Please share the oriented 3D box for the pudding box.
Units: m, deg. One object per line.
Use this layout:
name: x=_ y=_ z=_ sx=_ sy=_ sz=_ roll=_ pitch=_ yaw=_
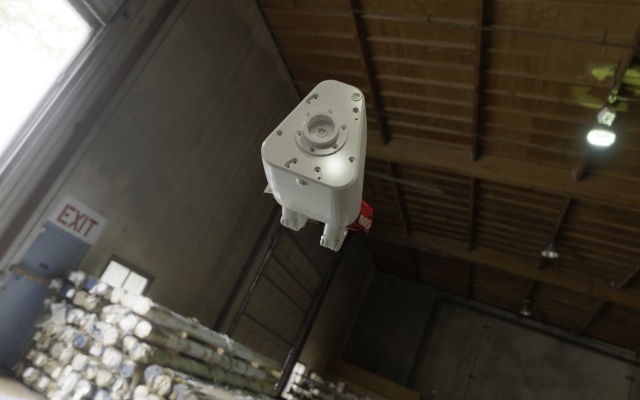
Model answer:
pudding box: x=0.000 y=0.002 z=0.599 sx=0.113 sy=0.039 sz=0.090 roll=13 pitch=-18 yaw=37
